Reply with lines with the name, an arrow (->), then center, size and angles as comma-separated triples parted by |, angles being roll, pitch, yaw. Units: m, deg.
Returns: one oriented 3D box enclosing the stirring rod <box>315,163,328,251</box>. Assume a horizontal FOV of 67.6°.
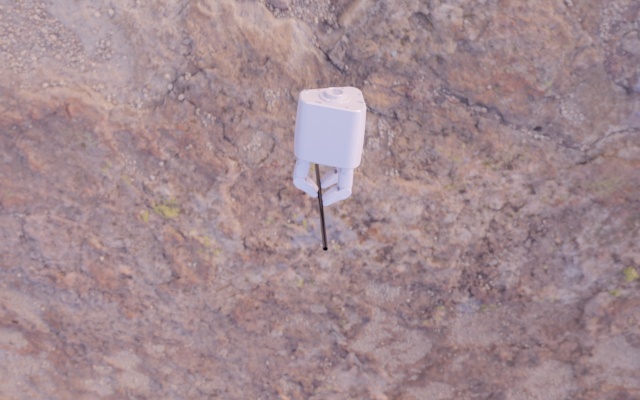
stirring rod -> 0.000, 0.003, 0.836 | 0.011, 0.011, 0.239 | 0, 37, -4
